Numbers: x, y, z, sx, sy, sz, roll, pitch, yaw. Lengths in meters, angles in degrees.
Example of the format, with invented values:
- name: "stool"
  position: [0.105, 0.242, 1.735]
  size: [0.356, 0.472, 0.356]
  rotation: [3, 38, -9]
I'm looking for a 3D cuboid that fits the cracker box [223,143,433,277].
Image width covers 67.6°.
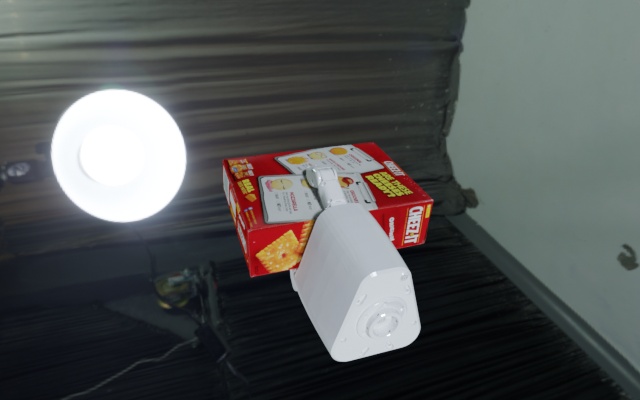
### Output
- name: "cracker box"
  position: [0.000, 0.002, 0.585]
  size: [0.213, 0.072, 0.164]
  rotation: [-8, 34, -18]
